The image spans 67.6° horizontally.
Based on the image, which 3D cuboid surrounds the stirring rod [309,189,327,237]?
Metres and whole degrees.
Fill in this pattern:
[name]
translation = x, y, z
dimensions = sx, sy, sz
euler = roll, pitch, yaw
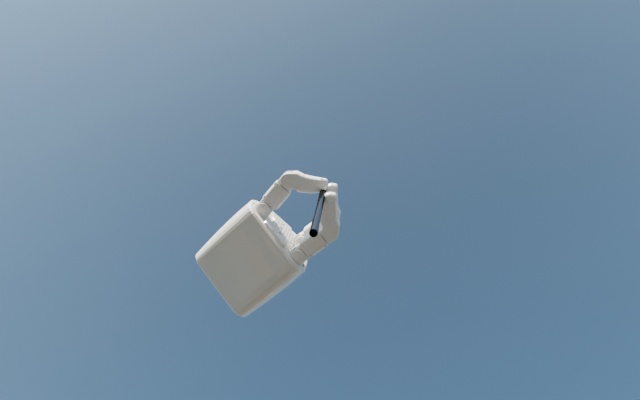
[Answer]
[stirring rod]
translation = 0.000, 0.002, 0.549
dimensions = 0.011, 0.011, 0.239
euler = 0, 13, 3
